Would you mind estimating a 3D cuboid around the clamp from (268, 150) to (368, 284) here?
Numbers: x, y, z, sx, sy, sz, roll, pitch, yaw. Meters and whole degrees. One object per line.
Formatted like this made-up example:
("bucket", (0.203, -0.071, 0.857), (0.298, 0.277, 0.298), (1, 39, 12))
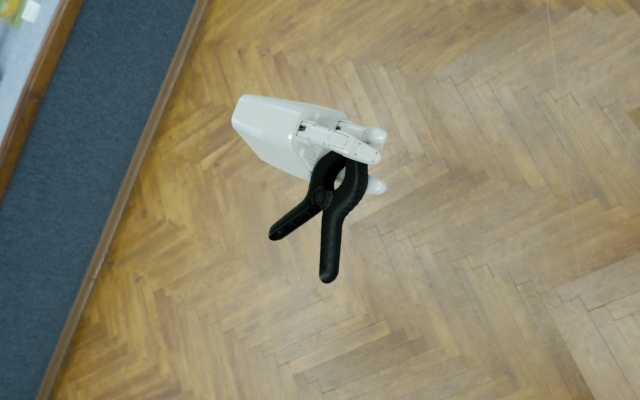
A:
("clamp", (0.000, 0.002, 0.581), (0.120, 0.171, 0.039), (22, -1, 35))
